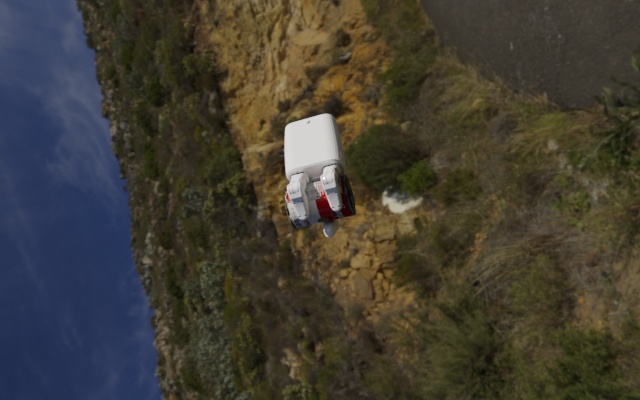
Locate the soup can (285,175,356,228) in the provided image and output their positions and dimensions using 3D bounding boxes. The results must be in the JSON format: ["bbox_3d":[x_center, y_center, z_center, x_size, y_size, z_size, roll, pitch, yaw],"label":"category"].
[{"bbox_3d":[0.000,0.003,0.780,0.102,0.068,0.068,-14,-3,11],"label":"soup can"}]
